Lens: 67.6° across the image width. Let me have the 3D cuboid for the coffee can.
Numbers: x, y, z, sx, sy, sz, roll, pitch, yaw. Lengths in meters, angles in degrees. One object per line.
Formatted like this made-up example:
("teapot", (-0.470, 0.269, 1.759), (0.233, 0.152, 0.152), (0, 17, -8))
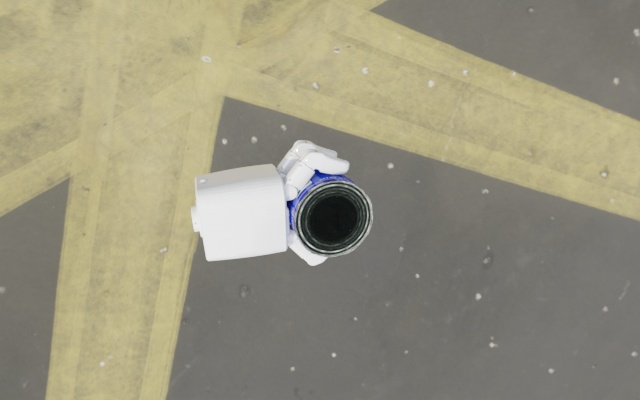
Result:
("coffee can", (0.000, 0.002, 0.654), (0.103, 0.103, 0.140), (0, 18, -15))
